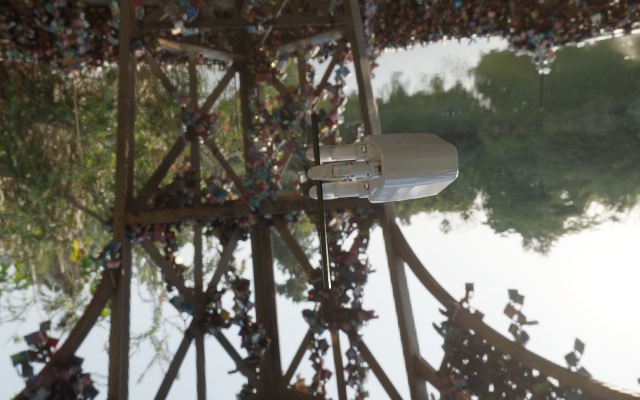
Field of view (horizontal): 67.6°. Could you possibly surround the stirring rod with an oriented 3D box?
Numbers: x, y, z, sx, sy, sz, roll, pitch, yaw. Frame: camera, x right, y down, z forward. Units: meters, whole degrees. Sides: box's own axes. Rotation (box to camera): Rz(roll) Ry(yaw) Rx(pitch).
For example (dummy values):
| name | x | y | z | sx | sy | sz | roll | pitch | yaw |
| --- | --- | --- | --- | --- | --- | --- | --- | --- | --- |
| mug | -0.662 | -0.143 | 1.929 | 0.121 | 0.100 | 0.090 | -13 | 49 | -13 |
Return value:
| name | x | y | z | sx | sy | sz | roll | pitch | yaw |
| --- | --- | --- | --- | --- | --- | --- | --- | --- | --- |
| stirring rod | 0.000 | 0.002 | 0.658 | 0.011 | 0.239 | 0.011 | -4 | 3 | 0 |
